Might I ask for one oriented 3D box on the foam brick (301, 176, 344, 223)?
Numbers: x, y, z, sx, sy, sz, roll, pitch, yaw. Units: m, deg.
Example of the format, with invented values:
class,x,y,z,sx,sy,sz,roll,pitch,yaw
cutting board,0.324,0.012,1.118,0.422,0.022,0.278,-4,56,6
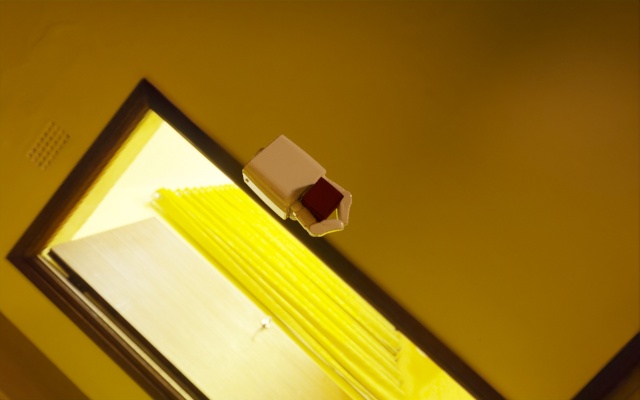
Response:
class,x,y,z,sx,sy,sz,roll,pitch,yaw
foam brick,0.000,0.003,0.815,0.051,0.053,0.078,42,-14,5
